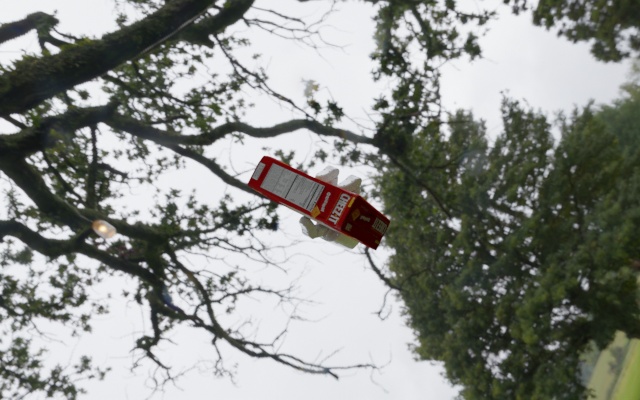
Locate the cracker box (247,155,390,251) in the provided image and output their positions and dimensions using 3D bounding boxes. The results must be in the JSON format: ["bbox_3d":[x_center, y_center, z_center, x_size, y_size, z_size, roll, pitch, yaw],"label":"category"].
[{"bbox_3d":[0.000,0.003,0.864,0.213,0.072,0.164,25,-4,31],"label":"cracker box"}]
